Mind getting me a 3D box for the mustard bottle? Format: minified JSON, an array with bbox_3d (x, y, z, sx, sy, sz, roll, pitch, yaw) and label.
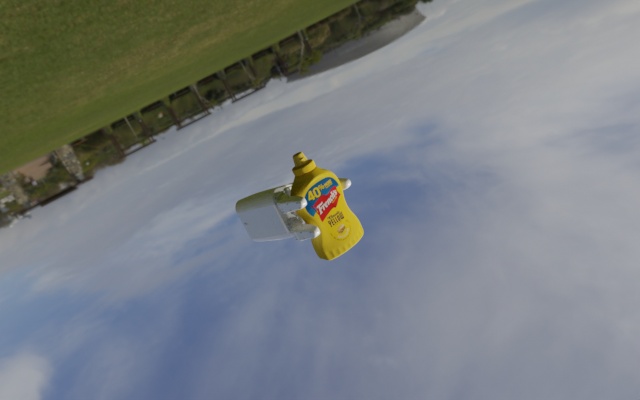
[{"bbox_3d":[0.000,0.003,0.841,0.096,0.192,0.058,-34,18,-25],"label":"mustard bottle"}]
